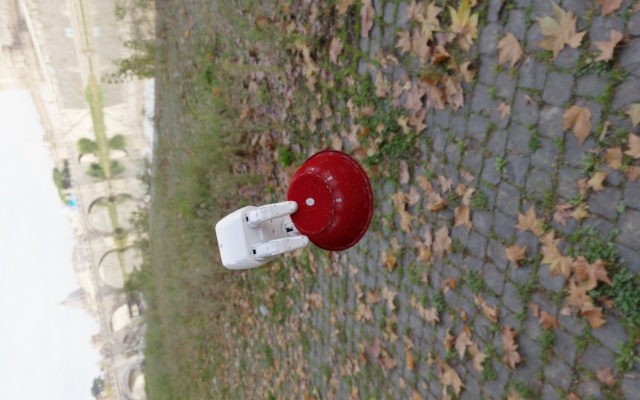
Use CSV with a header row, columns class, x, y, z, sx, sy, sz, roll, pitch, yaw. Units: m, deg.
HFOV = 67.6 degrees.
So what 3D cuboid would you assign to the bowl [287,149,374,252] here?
class,x,y,z,sx,sy,sz,roll,pitch,yaw
bowl,0.001,0.002,0.734,0.162,0.162,0.055,0,4,38
